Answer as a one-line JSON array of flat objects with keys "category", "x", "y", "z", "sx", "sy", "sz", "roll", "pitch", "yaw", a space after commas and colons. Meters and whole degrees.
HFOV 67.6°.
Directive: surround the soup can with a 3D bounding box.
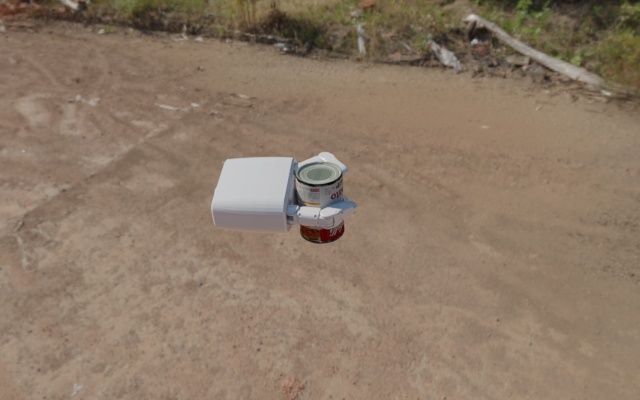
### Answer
[{"category": "soup can", "x": 0.001, "y": 0.002, "z": 0.693, "sx": 0.068, "sy": 0.102, "sz": 0.068, "roll": -2, "pitch": 33, "yaw": 2}]
